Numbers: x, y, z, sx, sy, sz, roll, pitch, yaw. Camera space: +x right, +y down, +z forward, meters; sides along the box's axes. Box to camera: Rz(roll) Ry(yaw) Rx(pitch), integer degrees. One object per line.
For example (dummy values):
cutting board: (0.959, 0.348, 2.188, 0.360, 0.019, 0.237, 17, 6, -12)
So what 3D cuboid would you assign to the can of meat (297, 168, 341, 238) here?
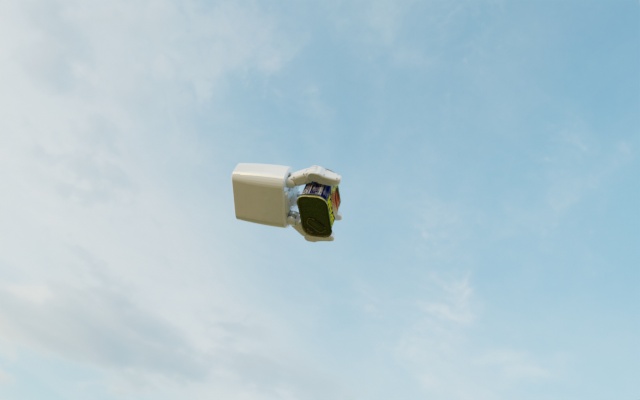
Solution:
can of meat: (0.000, 0.003, 0.881, 0.057, 0.102, 0.084, 5, 44, 16)
